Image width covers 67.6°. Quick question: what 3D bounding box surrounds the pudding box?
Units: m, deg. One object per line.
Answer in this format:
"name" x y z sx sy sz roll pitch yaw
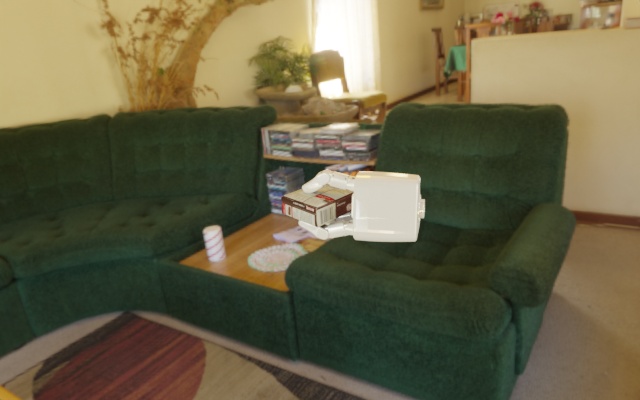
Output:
"pudding box" 0.000 0.003 0.852 0.090 0.039 0.113 18 28 40
